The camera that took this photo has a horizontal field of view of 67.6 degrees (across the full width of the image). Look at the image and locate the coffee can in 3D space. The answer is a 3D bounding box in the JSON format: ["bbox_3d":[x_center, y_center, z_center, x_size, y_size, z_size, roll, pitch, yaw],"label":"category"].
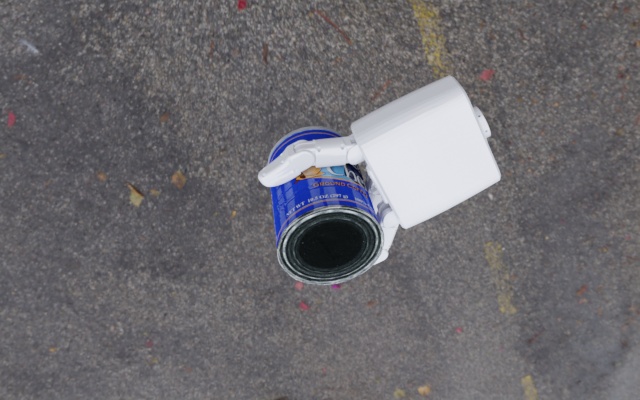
[{"bbox_3d":[0.000,0.002,0.500,0.103,0.103,0.140,0,39,-11],"label":"coffee can"}]
